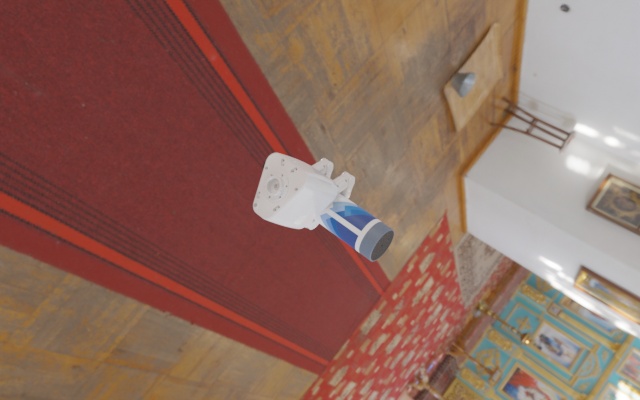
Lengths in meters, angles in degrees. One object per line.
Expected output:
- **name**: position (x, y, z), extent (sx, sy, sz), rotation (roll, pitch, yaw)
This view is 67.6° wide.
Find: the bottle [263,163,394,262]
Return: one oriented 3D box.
- **bottle**: position (0.000, 0.003, 0.886), extent (0.295, 0.069, 0.069), rotation (35, 18, 28)
